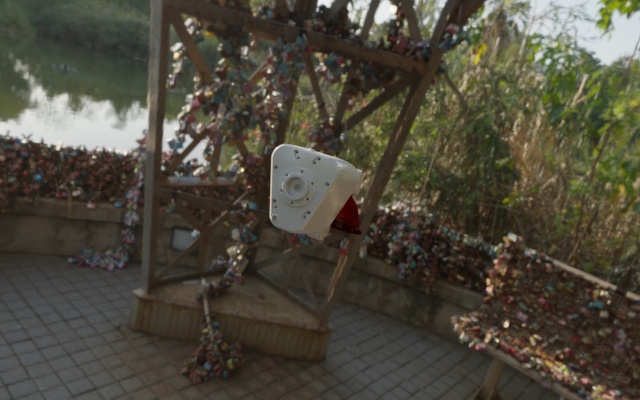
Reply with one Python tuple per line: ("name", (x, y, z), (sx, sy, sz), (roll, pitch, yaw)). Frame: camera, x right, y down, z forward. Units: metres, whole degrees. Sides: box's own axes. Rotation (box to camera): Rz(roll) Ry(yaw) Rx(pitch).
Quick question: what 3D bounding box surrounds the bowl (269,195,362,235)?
("bowl", (0.000, 0.002, 0.779), (0.162, 0.055, 0.162), (20, -8, 3))
